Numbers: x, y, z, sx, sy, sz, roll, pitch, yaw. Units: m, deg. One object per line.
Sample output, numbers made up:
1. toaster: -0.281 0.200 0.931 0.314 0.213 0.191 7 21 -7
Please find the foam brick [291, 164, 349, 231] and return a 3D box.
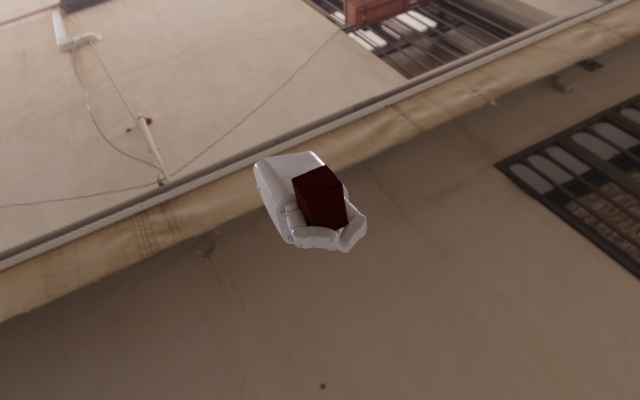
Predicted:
1. foam brick: 0.000 0.002 0.632 0.053 0.078 0.051 -23 46 -12
